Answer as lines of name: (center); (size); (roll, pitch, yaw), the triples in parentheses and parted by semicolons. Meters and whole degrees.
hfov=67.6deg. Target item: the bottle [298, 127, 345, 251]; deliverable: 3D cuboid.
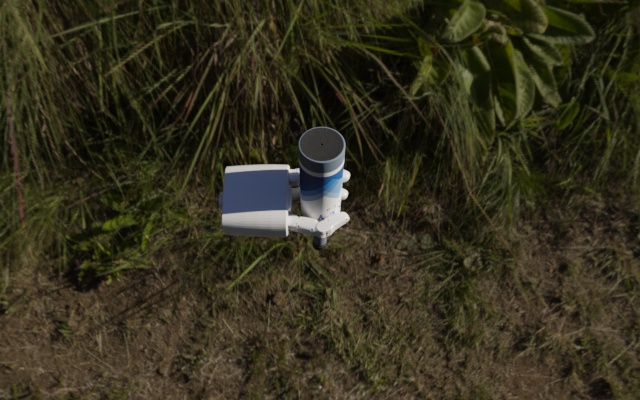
bottle: (0.000, 0.002, 0.791); (0.069, 0.069, 0.296); (0, -34, -1)
